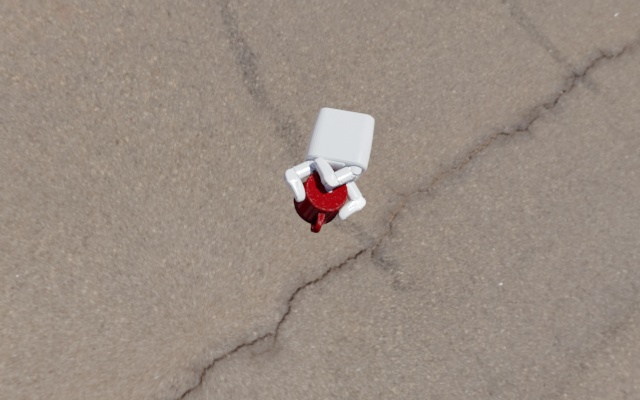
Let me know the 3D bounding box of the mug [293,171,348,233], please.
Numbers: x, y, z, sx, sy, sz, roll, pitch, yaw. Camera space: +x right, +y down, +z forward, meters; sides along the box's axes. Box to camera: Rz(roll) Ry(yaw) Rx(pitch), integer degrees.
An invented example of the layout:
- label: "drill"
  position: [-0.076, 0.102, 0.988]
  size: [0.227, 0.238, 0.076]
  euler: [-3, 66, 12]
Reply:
- label: "mug"
  position: [0.000, 0.004, 0.887]
  size: [0.093, 0.117, 0.081]
  euler: [16, -20, -10]
